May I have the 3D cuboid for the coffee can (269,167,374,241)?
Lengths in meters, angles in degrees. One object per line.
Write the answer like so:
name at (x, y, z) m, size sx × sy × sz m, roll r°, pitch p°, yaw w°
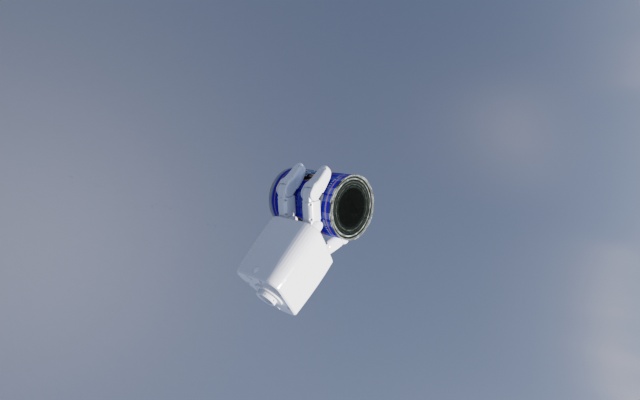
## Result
coffee can at (0.000, 0.002, 0.774) m, size 0.140 × 0.103 × 0.103 m, roll 10°, pitch 7°, yaw 43°
